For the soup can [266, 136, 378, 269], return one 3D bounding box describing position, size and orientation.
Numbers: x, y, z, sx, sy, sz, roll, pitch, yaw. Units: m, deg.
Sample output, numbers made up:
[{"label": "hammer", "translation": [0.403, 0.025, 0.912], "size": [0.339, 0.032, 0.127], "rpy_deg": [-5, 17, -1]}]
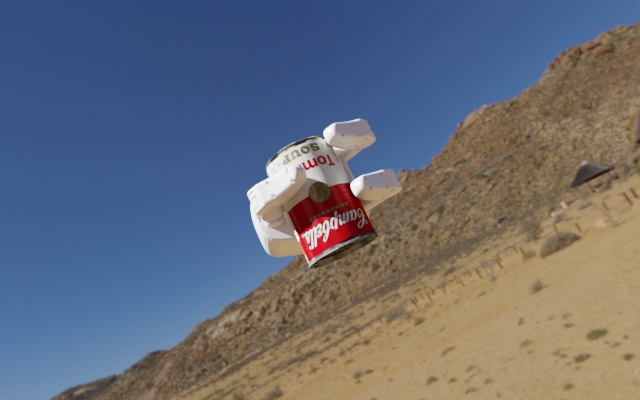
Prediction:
[{"label": "soup can", "translation": [0.000, 0.001, 0.435], "size": [0.068, 0.102, 0.068], "rpy_deg": [-24, -14, -7]}]
